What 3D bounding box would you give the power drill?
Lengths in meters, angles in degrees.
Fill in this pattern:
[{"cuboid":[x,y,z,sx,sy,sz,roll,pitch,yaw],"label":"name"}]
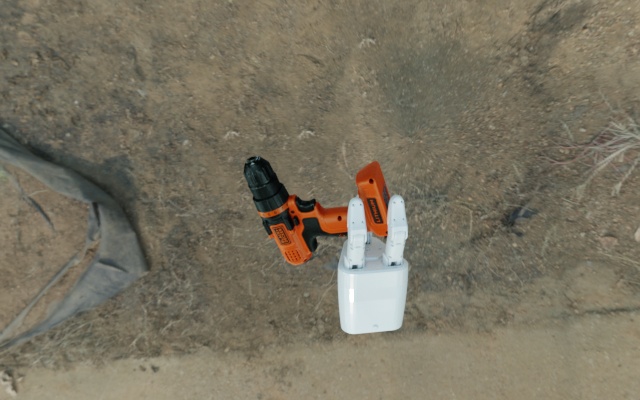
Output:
[{"cuboid":[0.001,0.002,0.676,0.187,0.184,0.057,-12,33,21],"label":"power drill"}]
